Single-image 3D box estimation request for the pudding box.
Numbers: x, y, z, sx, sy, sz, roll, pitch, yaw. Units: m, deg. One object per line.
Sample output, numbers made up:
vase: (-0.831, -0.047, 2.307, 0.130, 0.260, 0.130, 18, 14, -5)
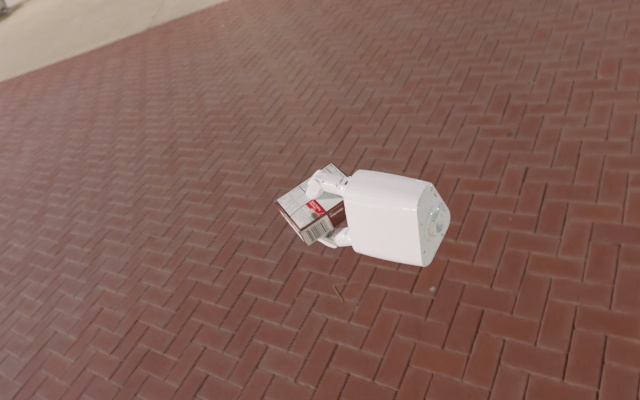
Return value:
pudding box: (0.000, 0.002, 0.717, 0.113, 0.039, 0.090, -34, 42, -10)
